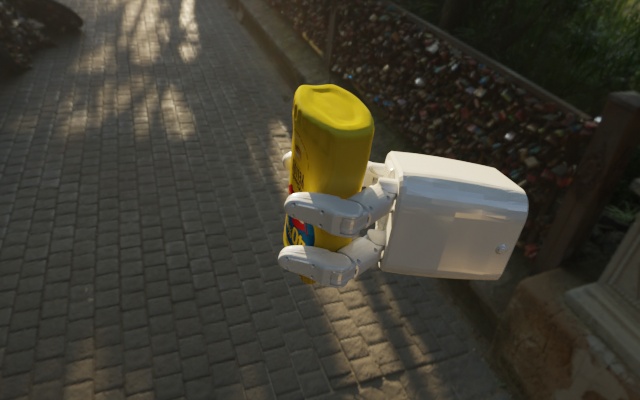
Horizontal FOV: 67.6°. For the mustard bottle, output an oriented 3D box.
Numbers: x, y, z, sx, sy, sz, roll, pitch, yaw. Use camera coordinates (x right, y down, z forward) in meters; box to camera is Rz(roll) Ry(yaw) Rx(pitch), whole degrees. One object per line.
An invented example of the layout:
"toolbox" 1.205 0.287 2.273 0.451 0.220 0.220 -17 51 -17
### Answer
"mustard bottle" 0.000 0.001 0.430 0.058 0.192 0.096 -7 38 -20
